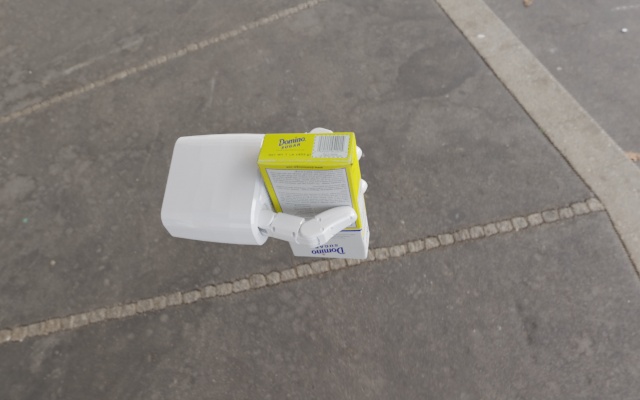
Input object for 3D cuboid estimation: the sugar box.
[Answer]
[{"bbox_3d":[0.000,0.001,0.521,0.093,0.048,0.176,2,-34,12],"label":"sugar box"}]
